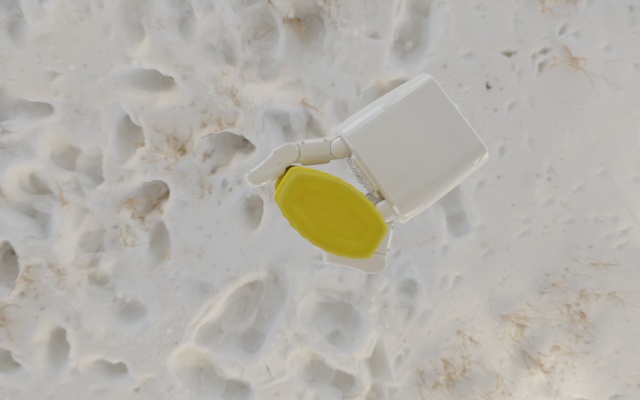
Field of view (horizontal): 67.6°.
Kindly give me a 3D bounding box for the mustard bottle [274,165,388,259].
[{"bbox_3d":[0.000,0.002,0.473,0.096,0.058,0.191,31,2,-9],"label":"mustard bottle"}]
